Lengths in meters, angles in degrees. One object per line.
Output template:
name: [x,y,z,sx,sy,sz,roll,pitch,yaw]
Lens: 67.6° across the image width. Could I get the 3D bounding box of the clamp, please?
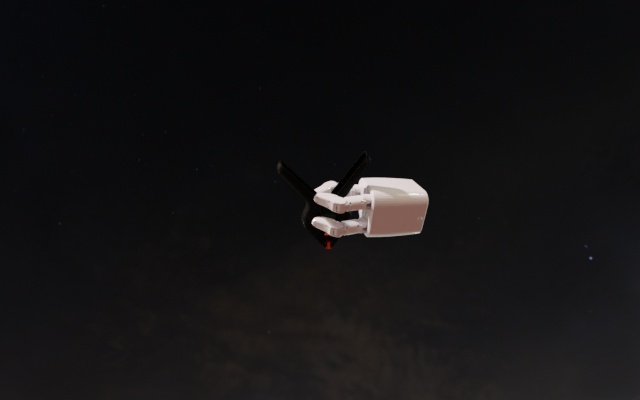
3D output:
clamp: [0.000,0.003,0.886,0.164,0.210,0.036,0,36,-8]
